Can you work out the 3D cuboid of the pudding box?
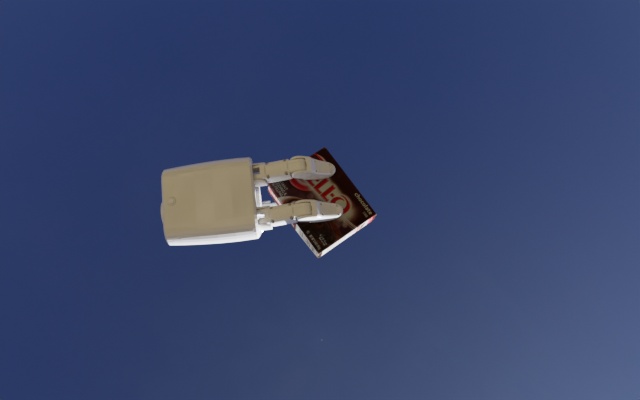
[{"bbox_3d":[0.000,0.002,0.601,0.090,0.113,0.039,-34,-11,-15],"label":"pudding box"}]
